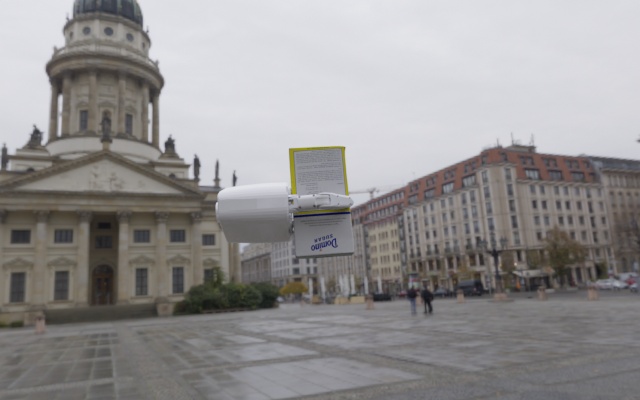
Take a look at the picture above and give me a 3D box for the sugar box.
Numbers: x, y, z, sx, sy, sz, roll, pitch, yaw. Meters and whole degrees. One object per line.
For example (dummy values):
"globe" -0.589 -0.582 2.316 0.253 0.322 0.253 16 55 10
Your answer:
"sugar box" 0.000 0.003 0.764 0.093 0.176 0.048 -3 -11 -2
